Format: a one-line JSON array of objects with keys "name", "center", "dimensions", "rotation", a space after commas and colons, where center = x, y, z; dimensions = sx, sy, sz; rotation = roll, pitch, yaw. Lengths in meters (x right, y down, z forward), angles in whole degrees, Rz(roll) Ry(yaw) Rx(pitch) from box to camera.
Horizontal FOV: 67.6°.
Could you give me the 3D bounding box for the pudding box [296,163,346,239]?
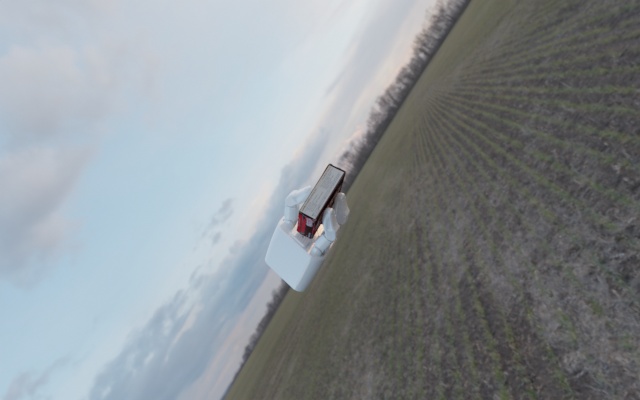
[{"name": "pudding box", "center": [0.000, 0.003, 0.849], "dimensions": [0.039, 0.113, 0.090], "rotation": [27, -24, 6]}]
